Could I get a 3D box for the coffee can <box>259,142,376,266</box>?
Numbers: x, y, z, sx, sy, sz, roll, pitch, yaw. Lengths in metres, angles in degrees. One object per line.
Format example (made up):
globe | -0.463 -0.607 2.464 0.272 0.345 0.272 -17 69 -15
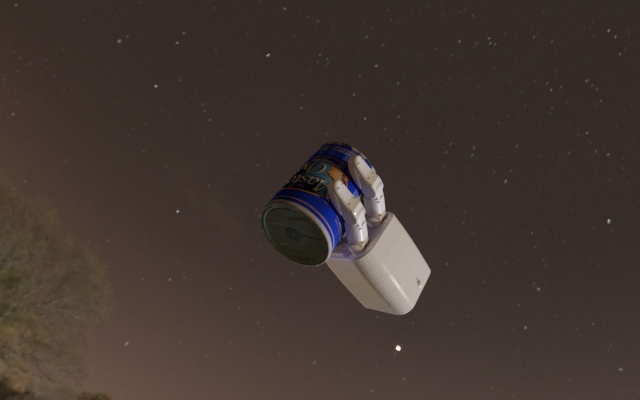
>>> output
coffee can | 0.000 0.002 0.631 0.103 0.103 0.140 0 36 37
